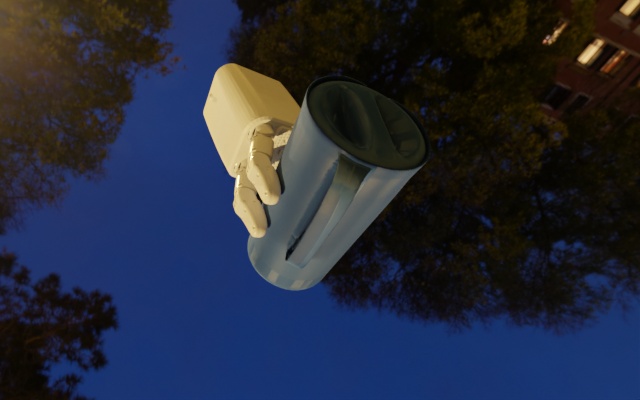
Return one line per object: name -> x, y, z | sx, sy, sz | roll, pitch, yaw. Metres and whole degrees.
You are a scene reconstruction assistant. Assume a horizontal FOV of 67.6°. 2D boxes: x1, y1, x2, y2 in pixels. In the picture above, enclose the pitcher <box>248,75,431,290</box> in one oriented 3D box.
pitcher -> 0.000, 0.002, 0.524 | 0.149, 0.145, 0.243 | -10, -34, -37
